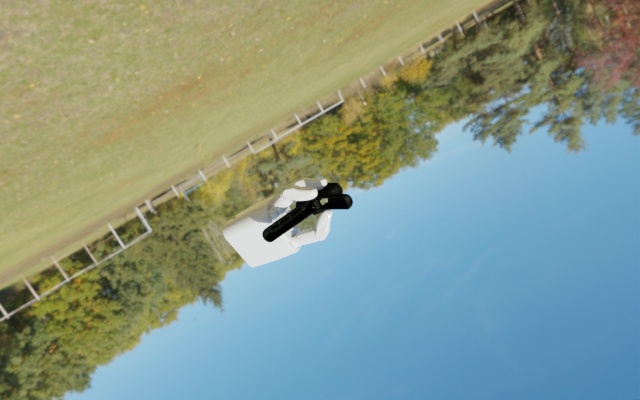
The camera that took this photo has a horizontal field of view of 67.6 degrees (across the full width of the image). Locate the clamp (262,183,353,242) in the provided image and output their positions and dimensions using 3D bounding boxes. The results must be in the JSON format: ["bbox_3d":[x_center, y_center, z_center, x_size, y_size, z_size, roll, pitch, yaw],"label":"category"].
[{"bbox_3d":[0.000,0.003,0.856,0.164,0.036,0.210,-21,12,23],"label":"clamp"}]
